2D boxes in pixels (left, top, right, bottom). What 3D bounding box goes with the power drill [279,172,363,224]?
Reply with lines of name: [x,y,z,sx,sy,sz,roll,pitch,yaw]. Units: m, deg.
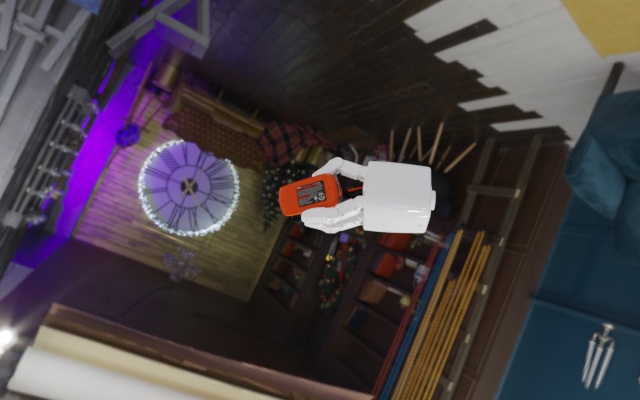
power drill: [0.000,0.003,0.871,0.184,0.057,0.187,-17,-11,21]
